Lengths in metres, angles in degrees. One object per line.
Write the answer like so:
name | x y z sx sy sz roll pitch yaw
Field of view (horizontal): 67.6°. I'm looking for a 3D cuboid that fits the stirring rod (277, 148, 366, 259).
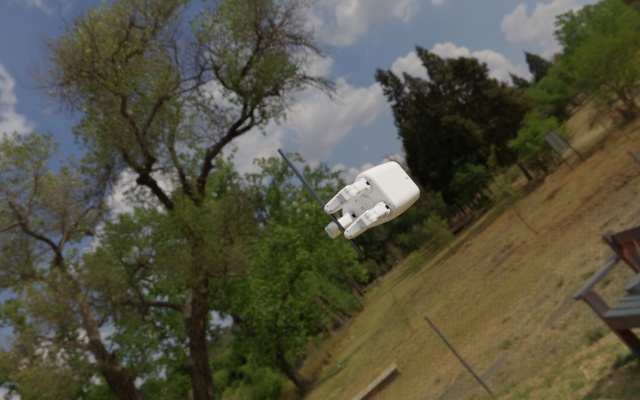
stirring rod | 0.000 0.003 0.823 0.011 0.239 0.011 -37 -10 -8
